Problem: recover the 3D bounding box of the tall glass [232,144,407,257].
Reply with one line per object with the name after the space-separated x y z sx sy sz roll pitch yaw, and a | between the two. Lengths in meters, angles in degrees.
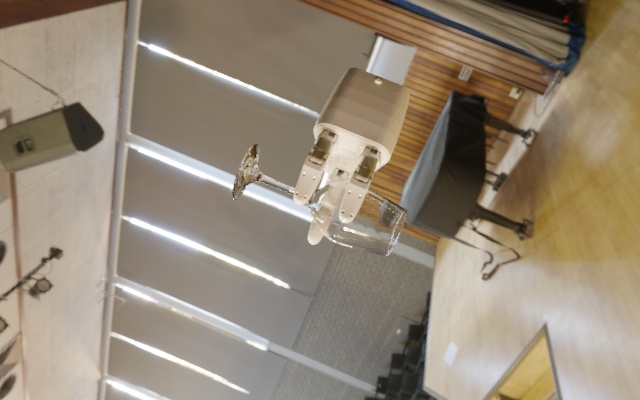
-0.001 0.002 0.580 0.201 0.079 0.079 22 1 3 | tall glass
